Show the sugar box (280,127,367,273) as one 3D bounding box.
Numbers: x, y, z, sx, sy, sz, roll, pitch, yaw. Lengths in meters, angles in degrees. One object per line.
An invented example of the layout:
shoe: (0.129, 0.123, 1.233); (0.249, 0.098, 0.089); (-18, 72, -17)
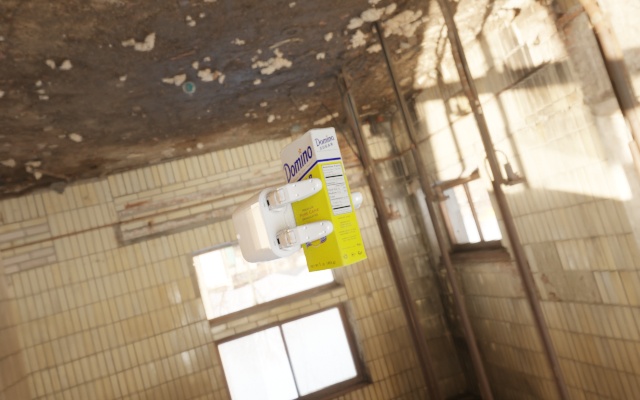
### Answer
sugar box: (0.000, 0.002, 0.633); (0.048, 0.176, 0.093); (-13, -6, -33)
